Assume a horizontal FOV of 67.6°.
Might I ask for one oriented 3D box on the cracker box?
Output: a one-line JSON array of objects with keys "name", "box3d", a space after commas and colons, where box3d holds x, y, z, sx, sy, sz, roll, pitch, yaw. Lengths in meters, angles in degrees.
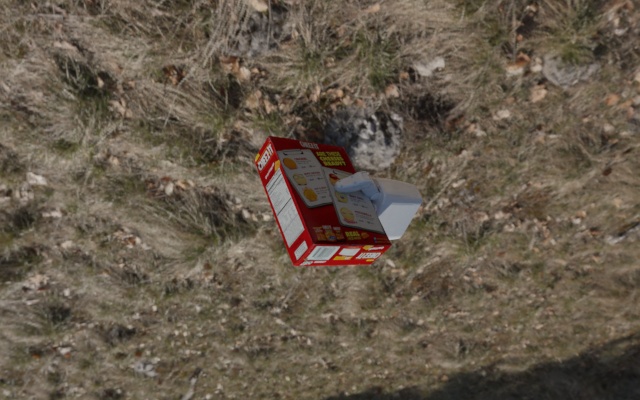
[{"name": "cracker box", "box3d": [0.000, 0.003, 0.782, 0.164, 0.213, 0.072, 4, -41, -39]}]
